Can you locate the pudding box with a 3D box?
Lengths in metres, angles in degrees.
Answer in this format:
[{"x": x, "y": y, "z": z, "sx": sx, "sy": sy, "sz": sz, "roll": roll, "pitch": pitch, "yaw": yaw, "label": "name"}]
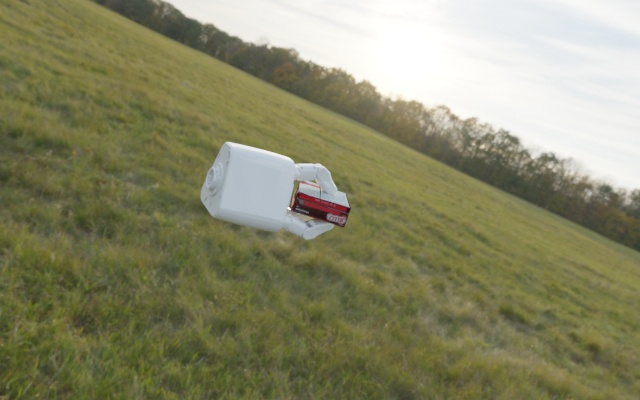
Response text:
[{"x": 0.000, "y": 0.002, "z": 0.790, "sx": 0.090, "sy": 0.039, "sz": 0.113, "roll": 19, "pitch": 14, "yaw": -5, "label": "pudding box"}]
